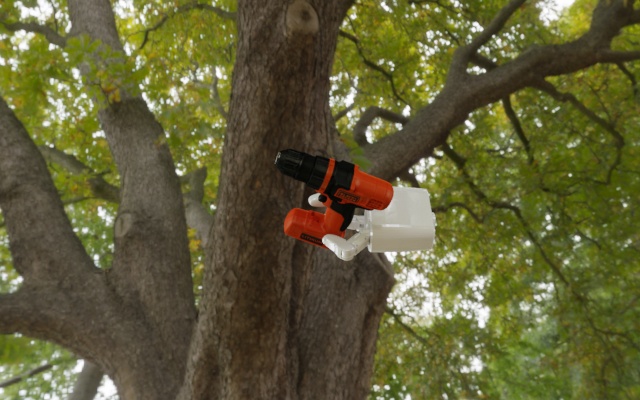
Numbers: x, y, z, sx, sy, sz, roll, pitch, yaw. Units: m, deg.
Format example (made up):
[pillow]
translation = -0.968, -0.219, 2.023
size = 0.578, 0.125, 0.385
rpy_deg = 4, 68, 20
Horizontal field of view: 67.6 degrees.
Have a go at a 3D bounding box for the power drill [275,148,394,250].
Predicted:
[power drill]
translation = 0.000, 0.003, 0.764
size = 0.184, 0.057, 0.188
rpy_deg = 21, -34, -8
